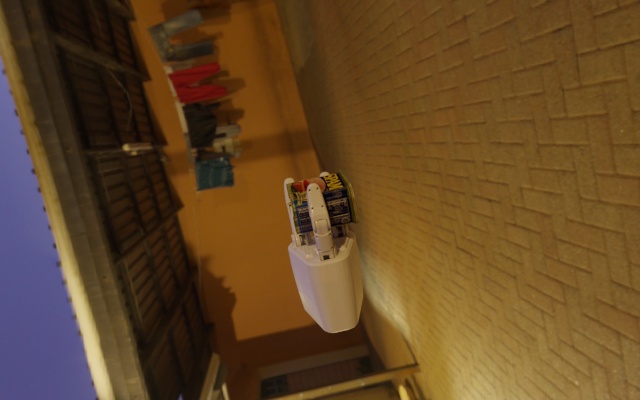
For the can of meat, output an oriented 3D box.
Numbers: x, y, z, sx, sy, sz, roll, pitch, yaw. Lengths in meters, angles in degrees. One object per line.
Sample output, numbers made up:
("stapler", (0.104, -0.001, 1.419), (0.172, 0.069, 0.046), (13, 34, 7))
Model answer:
("can of meat", (0.000, 0.002, 0.659), (0.084, 0.057, 0.102), (-12, 20, -3))
